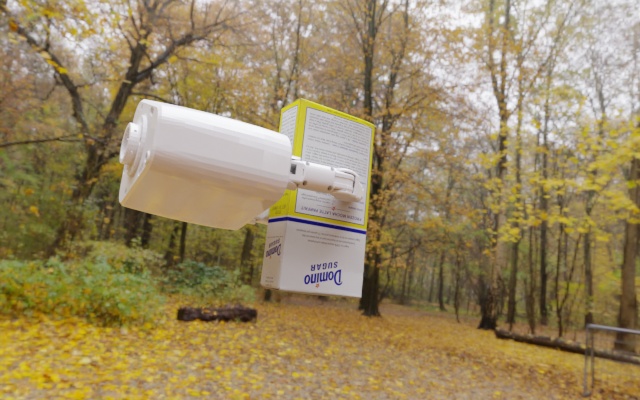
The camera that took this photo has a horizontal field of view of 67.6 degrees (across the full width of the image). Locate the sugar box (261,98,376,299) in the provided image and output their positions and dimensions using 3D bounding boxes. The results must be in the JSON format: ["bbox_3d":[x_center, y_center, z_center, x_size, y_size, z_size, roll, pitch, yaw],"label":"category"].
[{"bbox_3d":[0.000,0.001,0.461,0.093,0.176,0.048,13,-10,-31],"label":"sugar box"}]
